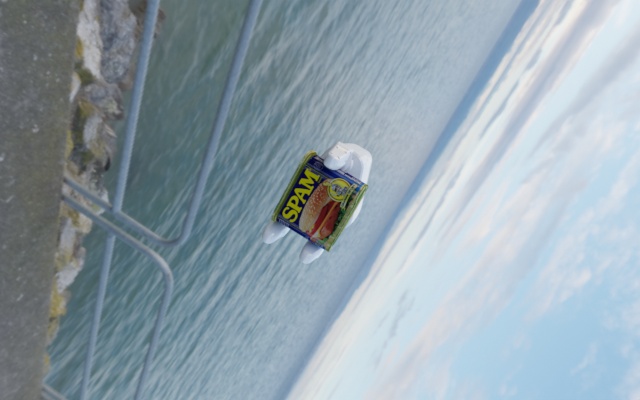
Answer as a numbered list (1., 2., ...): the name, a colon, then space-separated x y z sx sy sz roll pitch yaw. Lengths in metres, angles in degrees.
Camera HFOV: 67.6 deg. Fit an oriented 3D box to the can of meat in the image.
1. can of meat: 0.000 0.002 0.599 0.084 0.102 0.057 31 13 7
